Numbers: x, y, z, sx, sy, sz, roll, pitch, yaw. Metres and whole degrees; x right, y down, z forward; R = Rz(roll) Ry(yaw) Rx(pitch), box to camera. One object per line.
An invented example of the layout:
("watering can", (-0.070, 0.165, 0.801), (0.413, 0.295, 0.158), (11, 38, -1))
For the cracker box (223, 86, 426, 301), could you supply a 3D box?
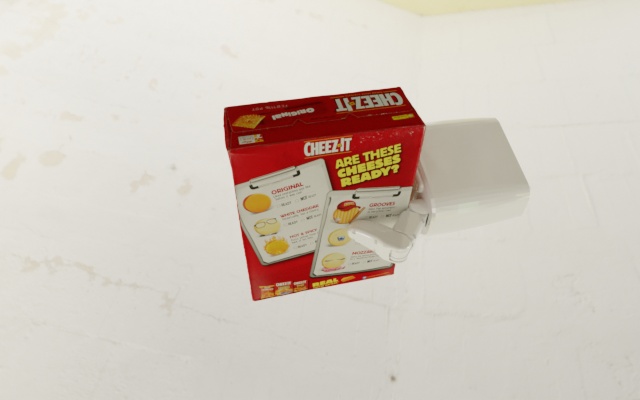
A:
("cracker box", (0.000, 0.002, 0.473), (0.164, 0.214, 0.072), (-9, 46, -9))
